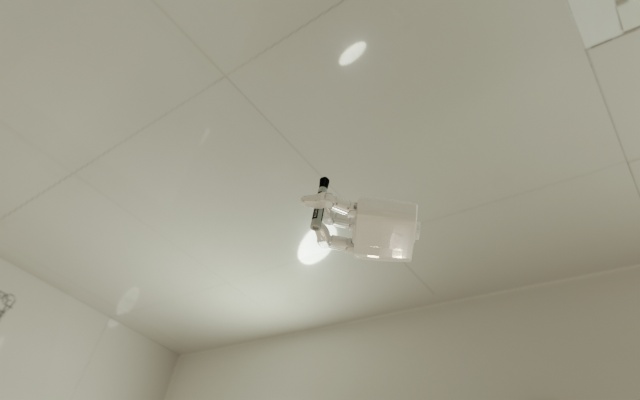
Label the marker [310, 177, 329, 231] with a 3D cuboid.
[{"bbox_3d":[0.000,0.003,0.867,0.020,0.121,0.020,7,-40,6],"label":"marker"}]
